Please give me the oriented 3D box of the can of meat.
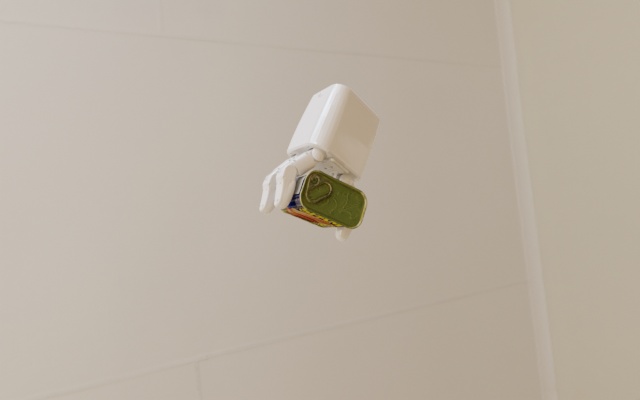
[{"bbox_3d":[0.000,0.002,0.679,0.102,0.057,0.084,24,-15,-25],"label":"can of meat"}]
